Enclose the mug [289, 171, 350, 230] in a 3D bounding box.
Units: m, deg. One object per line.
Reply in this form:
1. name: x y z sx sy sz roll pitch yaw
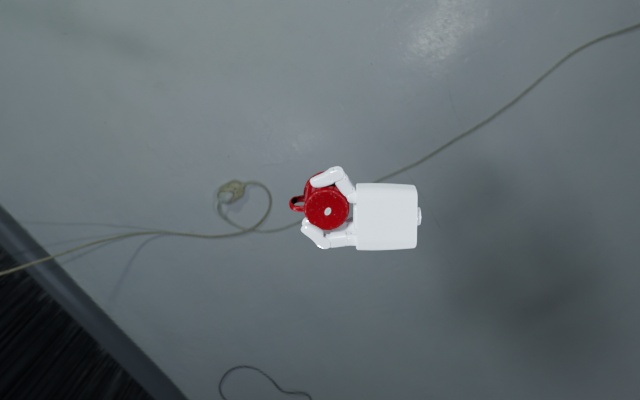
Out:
1. mug: -0.001 0.003 0.878 0.117 0.093 0.081 -1 23 3
